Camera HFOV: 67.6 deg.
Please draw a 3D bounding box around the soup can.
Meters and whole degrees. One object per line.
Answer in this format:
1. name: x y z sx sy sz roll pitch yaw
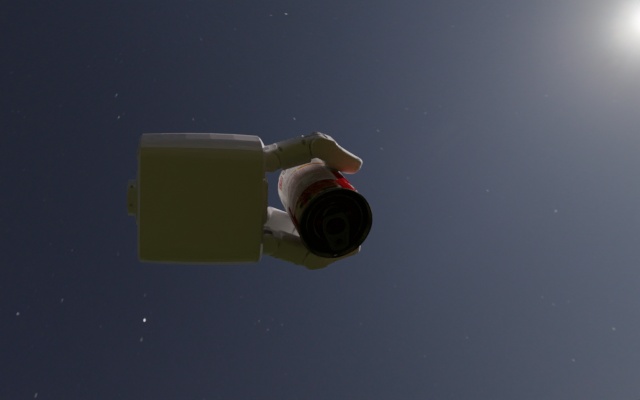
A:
1. soup can: 0.000 0.001 0.461 0.068 0.068 0.102 0 23 -17
